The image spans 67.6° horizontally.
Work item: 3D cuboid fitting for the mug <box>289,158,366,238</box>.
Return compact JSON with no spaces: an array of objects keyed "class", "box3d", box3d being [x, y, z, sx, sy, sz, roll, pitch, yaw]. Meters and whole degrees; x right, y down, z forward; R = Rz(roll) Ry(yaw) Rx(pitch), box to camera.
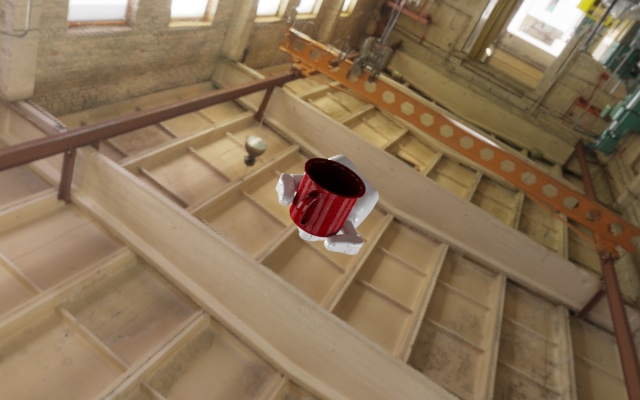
[{"class":"mug","box3d":[-0.001,0.003,0.670,0.093,0.081,0.117,35,32,14]}]
